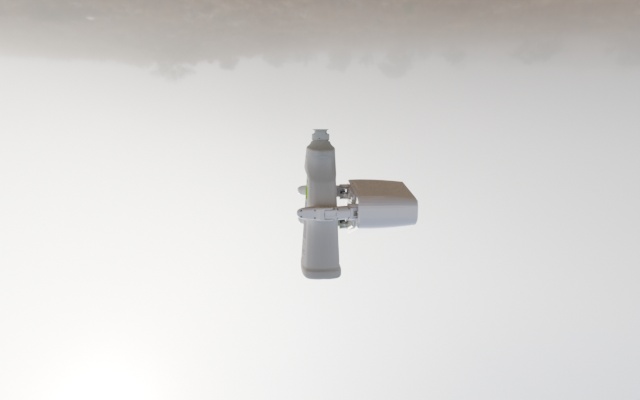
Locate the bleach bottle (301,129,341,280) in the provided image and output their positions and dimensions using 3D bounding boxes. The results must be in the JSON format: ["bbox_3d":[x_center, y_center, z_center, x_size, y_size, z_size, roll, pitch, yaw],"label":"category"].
[{"bbox_3d":[0.000,0.003,0.829,0.068,0.251,0.102,0,7,-8],"label":"bleach bottle"}]
